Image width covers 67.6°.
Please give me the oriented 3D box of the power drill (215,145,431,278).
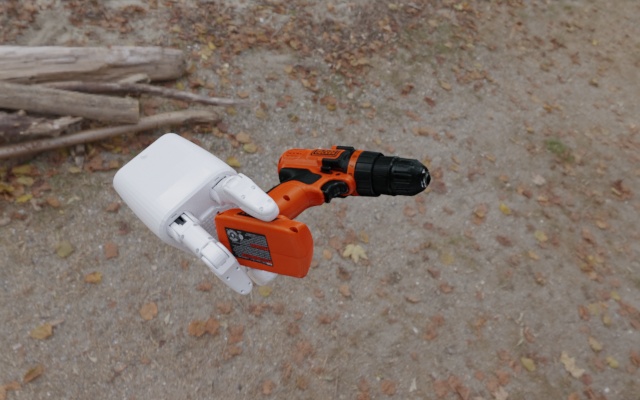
[{"bbox_3d":[0.000,0.002,0.491,0.184,0.057,0.187,5,30,32],"label":"power drill"}]
